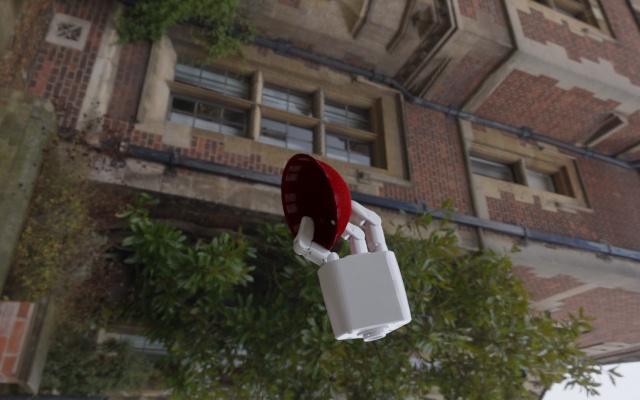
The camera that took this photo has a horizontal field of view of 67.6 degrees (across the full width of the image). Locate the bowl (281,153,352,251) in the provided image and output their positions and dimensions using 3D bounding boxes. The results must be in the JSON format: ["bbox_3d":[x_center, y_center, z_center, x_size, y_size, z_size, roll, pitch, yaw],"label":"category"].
[{"bbox_3d":[0.000,0.001,0.754,0.055,0.162,0.162,-13,7,-32],"label":"bowl"}]
